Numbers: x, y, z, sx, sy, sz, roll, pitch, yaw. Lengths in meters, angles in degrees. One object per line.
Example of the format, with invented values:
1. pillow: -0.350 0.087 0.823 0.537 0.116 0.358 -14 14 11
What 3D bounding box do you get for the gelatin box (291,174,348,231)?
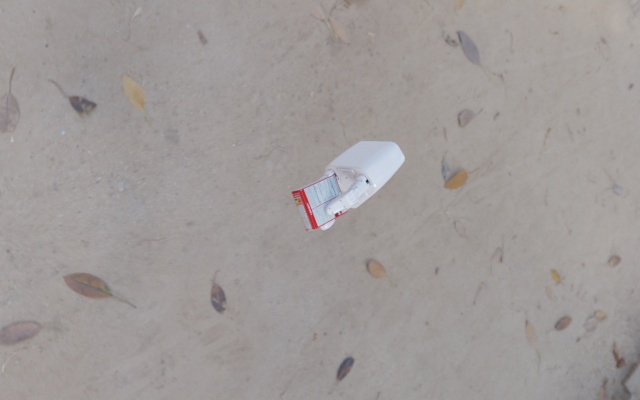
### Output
1. gelatin box: 0.000 0.003 0.833 0.089 0.073 0.030 -27 10 -40
